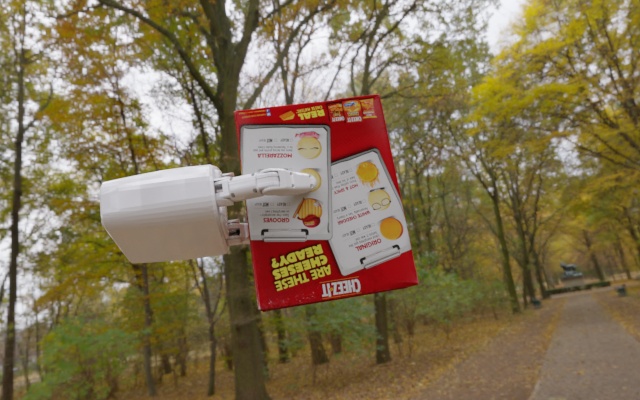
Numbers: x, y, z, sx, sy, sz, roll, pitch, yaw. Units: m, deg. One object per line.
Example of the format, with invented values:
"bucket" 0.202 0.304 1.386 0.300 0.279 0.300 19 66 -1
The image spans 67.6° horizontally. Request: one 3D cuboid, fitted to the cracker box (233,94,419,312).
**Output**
"cracker box" 0.000 0.001 0.523 0.164 0.213 0.072 -8 -14 -6
